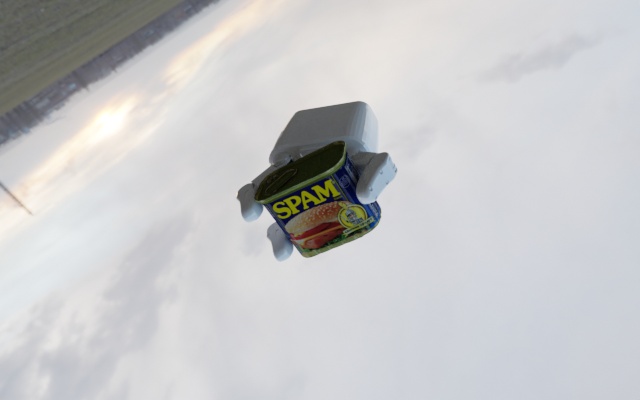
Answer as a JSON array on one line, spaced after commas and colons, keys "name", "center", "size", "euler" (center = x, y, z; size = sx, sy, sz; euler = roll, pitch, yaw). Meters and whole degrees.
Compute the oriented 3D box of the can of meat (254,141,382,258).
[{"name": "can of meat", "center": [0.000, 0.002, 0.481], "size": [0.102, 0.084, 0.057], "euler": [-23, 28, 22]}]
